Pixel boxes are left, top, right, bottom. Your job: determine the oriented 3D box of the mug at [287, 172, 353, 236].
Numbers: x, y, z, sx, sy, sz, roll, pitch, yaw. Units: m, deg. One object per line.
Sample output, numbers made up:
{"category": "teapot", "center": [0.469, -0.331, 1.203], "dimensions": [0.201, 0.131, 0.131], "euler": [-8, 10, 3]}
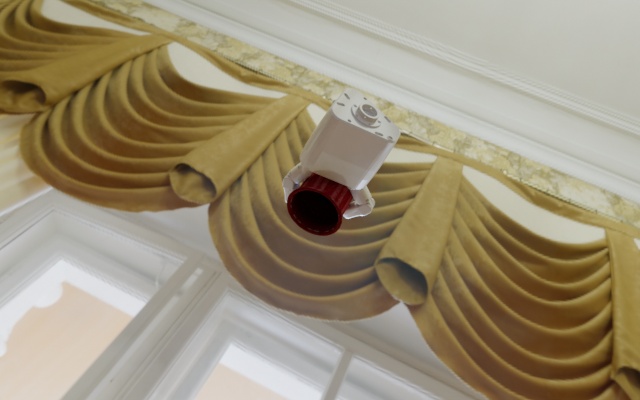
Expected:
{"category": "mug", "center": [0.000, 0.003, 0.770], "dimensions": [0.093, 0.117, 0.081], "euler": [35, 44, -1]}
